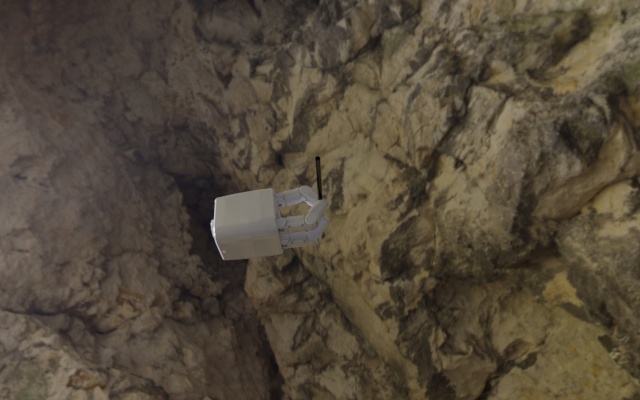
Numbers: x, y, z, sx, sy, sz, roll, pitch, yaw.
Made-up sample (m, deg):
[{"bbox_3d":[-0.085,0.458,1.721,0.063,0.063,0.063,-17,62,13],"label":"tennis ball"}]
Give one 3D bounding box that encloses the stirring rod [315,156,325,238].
[{"bbox_3d":[0.000,0.003,0.830,0.011,0.011,0.240,0,-34,2],"label":"stirring rod"}]
